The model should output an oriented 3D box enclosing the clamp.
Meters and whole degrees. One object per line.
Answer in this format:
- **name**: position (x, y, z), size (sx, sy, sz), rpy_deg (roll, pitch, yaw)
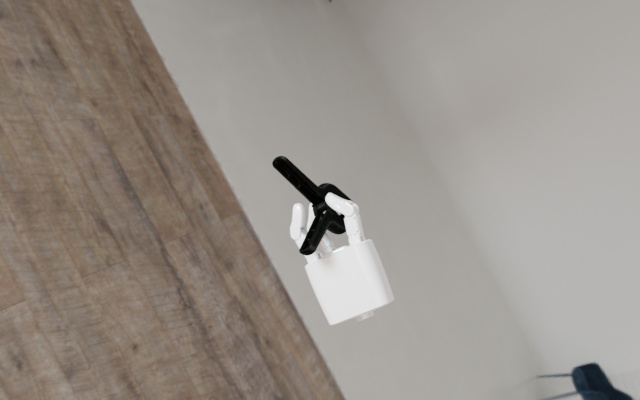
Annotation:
- **clamp**: position (0.001, 0.003, 0.812), size (0.036, 0.164, 0.210), rpy_deg (-25, -10, 28)
